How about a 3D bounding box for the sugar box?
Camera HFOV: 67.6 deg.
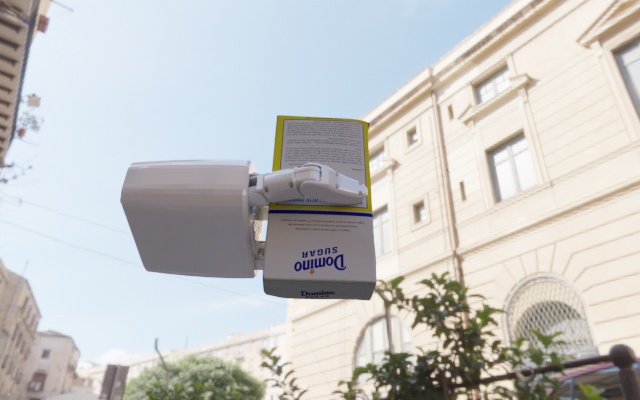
[{"bbox_3d":[0.000,0.002,0.436,0.093,0.176,0.048,3,-32,-1],"label":"sugar box"}]
